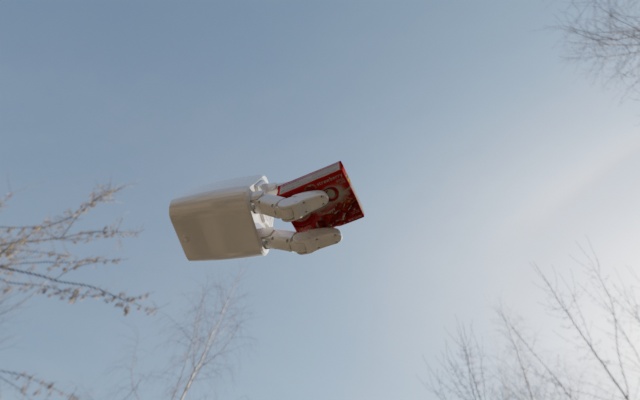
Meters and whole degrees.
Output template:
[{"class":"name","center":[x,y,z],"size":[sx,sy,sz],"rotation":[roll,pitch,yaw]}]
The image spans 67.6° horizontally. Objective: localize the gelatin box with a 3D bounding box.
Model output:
[{"class":"gelatin box","center":[0.000,0.002,0.593],"size":[0.089,0.073,0.030],"rotation":[-22,27,10]}]
